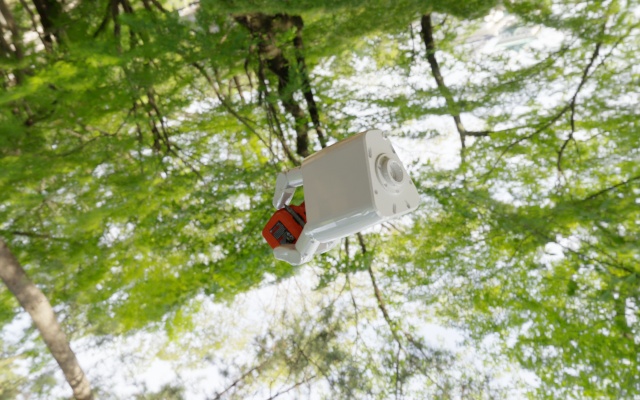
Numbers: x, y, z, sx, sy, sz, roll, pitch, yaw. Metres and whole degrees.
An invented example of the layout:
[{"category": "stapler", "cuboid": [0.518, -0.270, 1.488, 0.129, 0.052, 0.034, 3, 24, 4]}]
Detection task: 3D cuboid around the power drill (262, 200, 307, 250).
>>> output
[{"category": "power drill", "cuboid": [0.000, 0.003, 0.713, 0.187, 0.057, 0.184, -42, -4, -29]}]
